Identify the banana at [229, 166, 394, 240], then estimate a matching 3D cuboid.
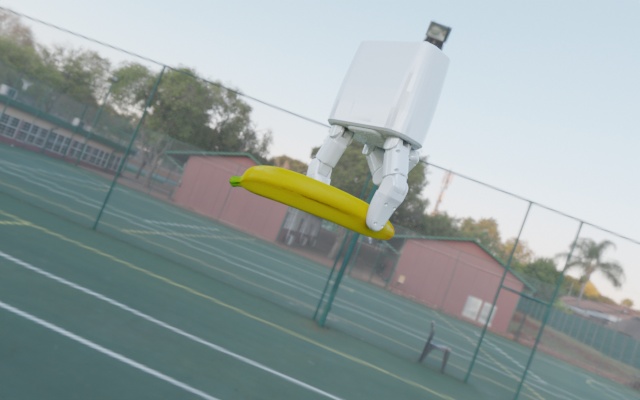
[{"bbox_3d":[0.000,0.001,0.517,0.198,0.037,0.069,21,-4,-9],"label":"banana"}]
